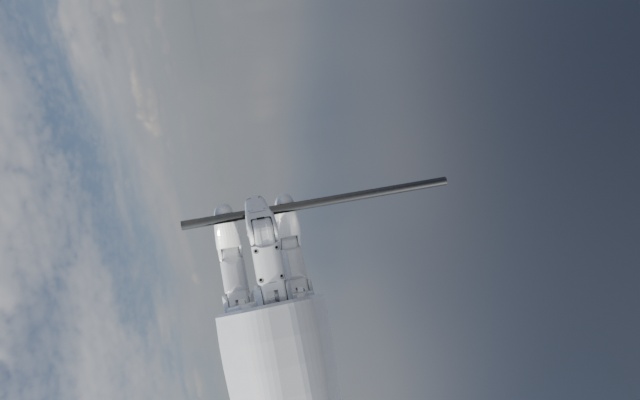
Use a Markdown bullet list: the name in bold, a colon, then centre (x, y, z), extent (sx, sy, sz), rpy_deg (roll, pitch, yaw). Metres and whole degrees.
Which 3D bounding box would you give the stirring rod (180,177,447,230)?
- **stirring rod**: centre (0.000, 0.001, 0.422), extent (0.239, 0.011, 0.011), rpy_deg (-10, 2, -11)
